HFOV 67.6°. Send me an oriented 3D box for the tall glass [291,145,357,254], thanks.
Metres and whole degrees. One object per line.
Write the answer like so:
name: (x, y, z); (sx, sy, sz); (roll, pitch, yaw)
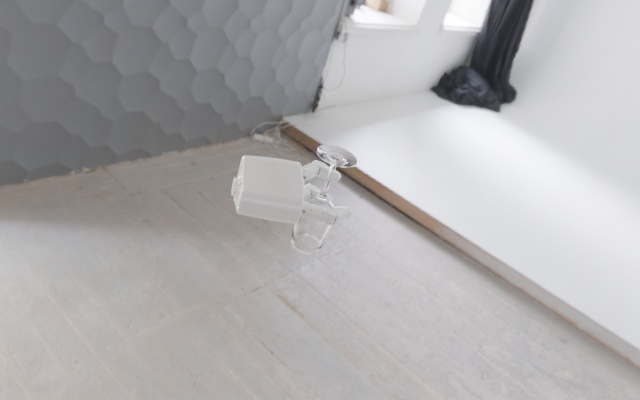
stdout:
tall glass: (0.000, 0.002, 0.875); (0.079, 0.201, 0.079); (14, 31, -8)
